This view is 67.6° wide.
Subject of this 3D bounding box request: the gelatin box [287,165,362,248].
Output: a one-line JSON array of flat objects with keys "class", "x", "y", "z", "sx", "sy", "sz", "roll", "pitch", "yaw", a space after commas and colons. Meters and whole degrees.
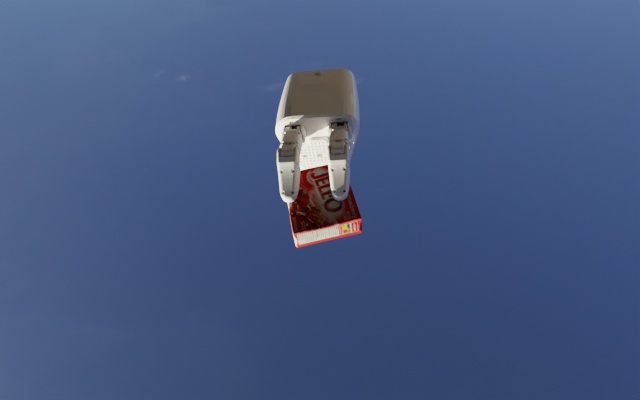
[{"class": "gelatin box", "x": 0.000, "y": 0.002, "z": 0.525, "sx": 0.073, "sy": 0.089, "sz": 0.030, "roll": -12, "pitch": -39, "yaw": -2}]
